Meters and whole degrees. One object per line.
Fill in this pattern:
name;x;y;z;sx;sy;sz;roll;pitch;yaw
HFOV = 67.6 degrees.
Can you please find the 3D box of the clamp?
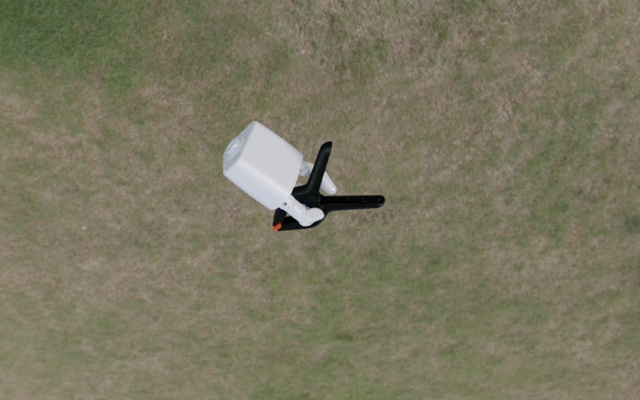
clamp;0.000;0.004;0.865;0.164;0.036;0.210;38;-58;-24
